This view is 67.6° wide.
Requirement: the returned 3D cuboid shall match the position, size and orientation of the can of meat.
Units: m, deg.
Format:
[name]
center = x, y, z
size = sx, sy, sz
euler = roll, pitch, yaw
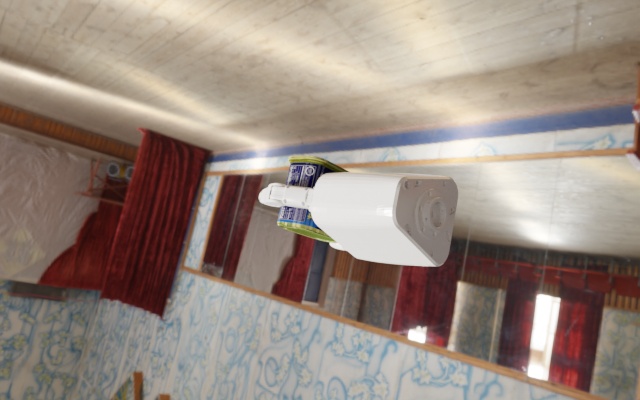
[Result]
[can of meat]
center = 0.000, 0.002, 0.576
size = 0.057, 0.084, 0.102
euler = 3, -13, 42
